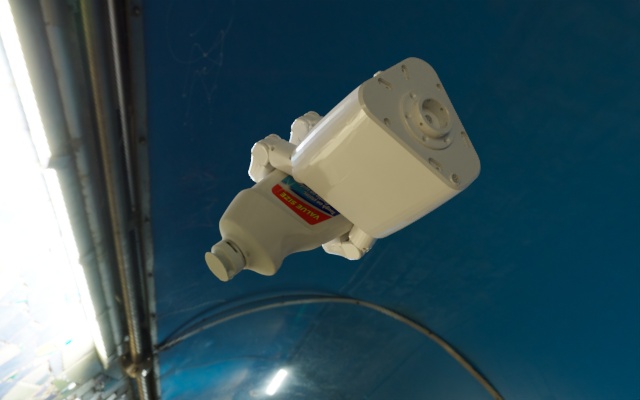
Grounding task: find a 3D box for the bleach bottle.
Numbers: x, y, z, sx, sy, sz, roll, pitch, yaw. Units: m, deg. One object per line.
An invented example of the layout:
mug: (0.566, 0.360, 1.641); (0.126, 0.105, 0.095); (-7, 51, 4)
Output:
bleach bottle: (0.000, 0.001, 0.468); (0.250, 0.102, 0.068); (-37, -1, -36)
